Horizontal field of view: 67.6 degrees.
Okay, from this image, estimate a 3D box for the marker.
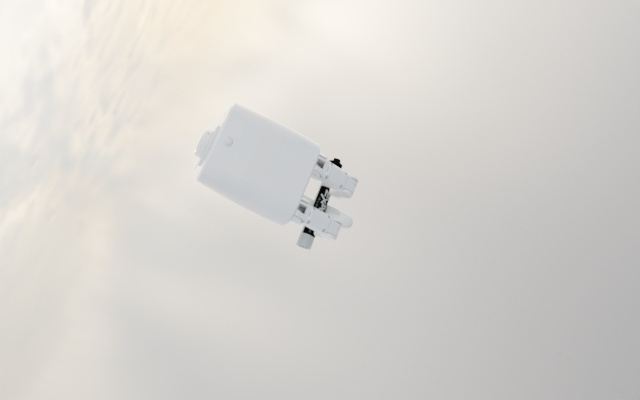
[{"bbox_3d":[0.000,0.002,0.592,0.020,0.121,0.020,20,-15,5],"label":"marker"}]
